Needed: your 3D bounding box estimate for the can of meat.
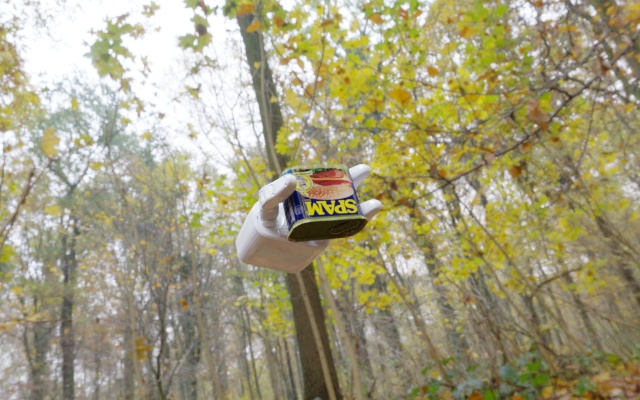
[{"bbox_3d":[0.000,0.002,0.618,0.102,0.084,0.057,-3,-29,-23],"label":"can of meat"}]
